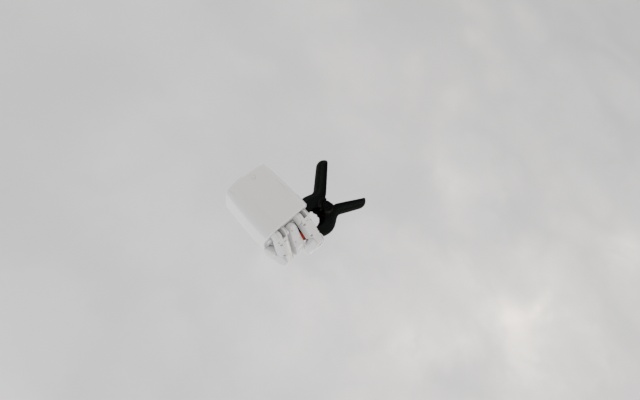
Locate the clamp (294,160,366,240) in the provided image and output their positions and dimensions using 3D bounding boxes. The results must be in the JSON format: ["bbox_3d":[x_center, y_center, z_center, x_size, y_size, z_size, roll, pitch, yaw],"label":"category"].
[{"bbox_3d":[0.000,0.003,0.880,0.171,0.120,0.039,-40,-4,-39],"label":"clamp"}]
